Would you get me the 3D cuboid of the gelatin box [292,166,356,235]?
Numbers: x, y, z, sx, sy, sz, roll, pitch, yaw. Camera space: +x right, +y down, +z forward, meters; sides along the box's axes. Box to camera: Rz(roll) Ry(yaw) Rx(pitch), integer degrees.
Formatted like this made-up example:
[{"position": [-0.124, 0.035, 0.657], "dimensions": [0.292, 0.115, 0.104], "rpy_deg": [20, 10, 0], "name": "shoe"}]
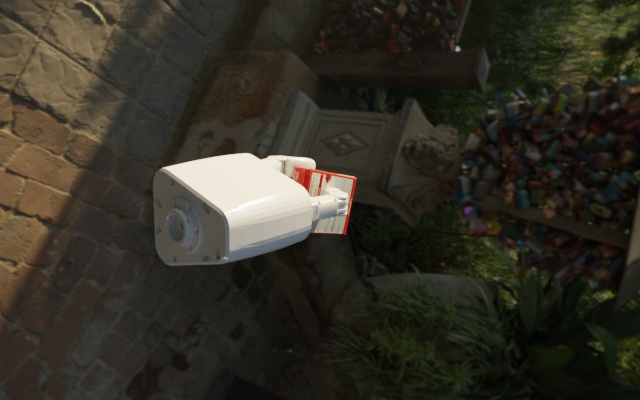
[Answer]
[{"position": [0.001, 0.002, 0.566], "dimensions": [0.030, 0.073, 0.089], "rpy_deg": [13, 5, 40], "name": "gelatin box"}]
